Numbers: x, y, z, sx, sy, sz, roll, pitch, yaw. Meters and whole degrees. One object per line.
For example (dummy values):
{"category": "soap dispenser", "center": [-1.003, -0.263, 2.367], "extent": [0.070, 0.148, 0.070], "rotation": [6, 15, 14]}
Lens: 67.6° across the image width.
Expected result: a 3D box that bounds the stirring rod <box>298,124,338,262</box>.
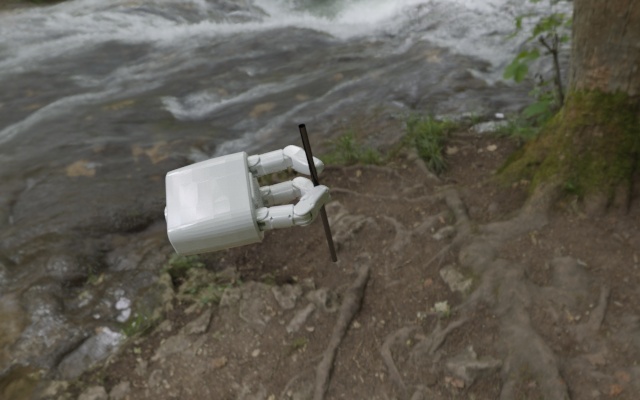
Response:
{"category": "stirring rod", "center": [0.000, 0.002, 0.614], "extent": [0.011, 0.240, 0.011], "rotation": [-7, 44, 7]}
